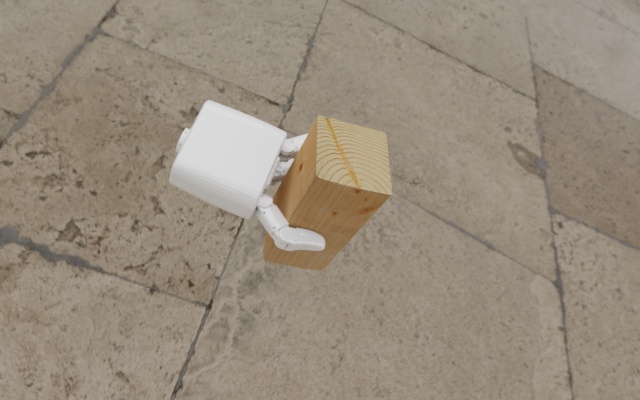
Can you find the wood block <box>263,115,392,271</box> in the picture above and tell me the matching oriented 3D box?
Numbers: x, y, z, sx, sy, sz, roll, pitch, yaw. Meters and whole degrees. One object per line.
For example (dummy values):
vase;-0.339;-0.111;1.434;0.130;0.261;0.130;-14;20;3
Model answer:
wood block;0.000;0.002;0.603;0.090;0.090;0.206;12;-35;-17
